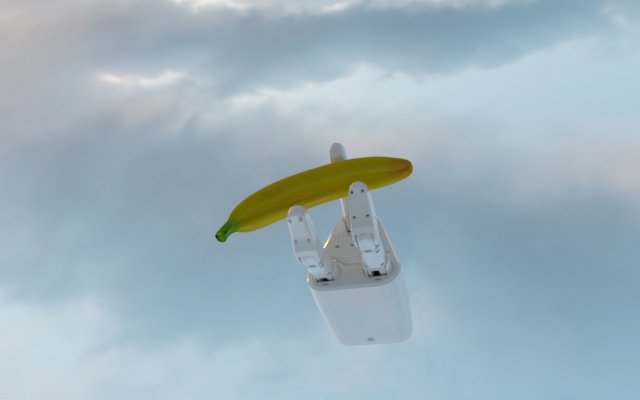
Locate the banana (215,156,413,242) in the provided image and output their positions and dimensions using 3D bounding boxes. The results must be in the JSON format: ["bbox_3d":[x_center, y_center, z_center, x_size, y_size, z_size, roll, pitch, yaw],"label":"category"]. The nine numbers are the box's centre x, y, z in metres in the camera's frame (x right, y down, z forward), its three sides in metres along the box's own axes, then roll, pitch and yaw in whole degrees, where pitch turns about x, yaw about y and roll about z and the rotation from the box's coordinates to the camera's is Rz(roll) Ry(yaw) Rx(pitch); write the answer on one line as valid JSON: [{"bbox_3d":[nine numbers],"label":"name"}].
[{"bbox_3d":[-0.008,-0.006,0.475,0.198,0.037,0.069,-22,31,-5],"label":"banana"}]
